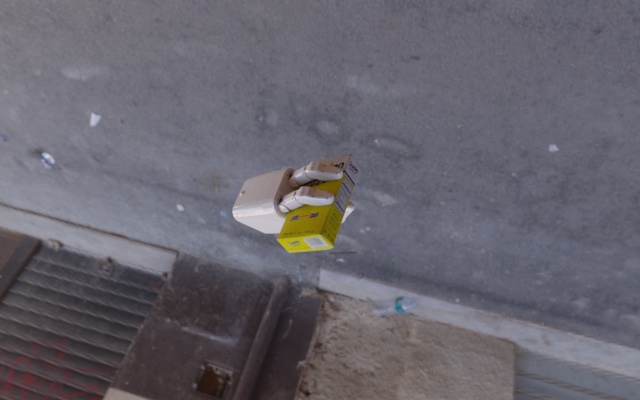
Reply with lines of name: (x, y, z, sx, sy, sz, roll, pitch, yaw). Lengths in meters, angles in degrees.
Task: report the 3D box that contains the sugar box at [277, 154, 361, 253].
sugar box: (0.000, 0.002, 0.806, 0.093, 0.176, 0.048, -9, -43, 35)
